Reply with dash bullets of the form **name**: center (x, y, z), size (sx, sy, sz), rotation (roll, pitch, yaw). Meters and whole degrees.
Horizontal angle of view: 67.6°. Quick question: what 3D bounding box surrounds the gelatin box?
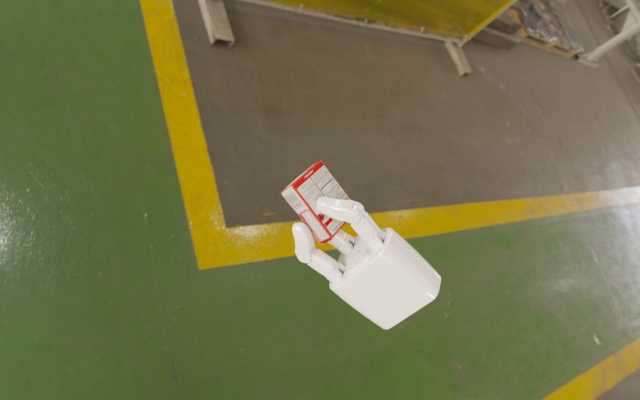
- **gelatin box**: center (0.000, 0.002, 0.639), size (0.030, 0.089, 0.073), rotation (-30, 11, 46)
